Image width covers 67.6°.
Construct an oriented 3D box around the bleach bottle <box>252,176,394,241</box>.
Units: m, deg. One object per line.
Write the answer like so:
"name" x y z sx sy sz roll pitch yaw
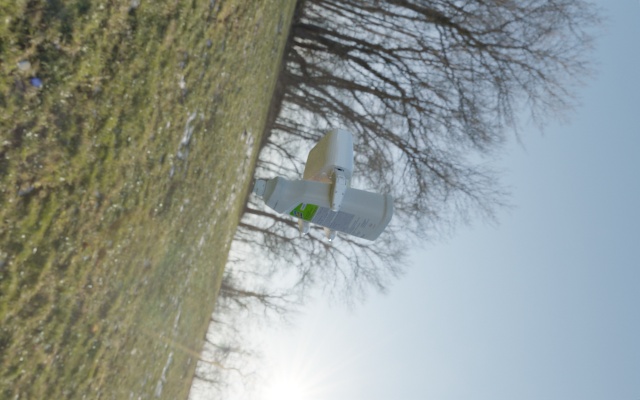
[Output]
"bleach bottle" 0.000 0.003 0.882 0.251 0.068 0.103 16 -41 -11
